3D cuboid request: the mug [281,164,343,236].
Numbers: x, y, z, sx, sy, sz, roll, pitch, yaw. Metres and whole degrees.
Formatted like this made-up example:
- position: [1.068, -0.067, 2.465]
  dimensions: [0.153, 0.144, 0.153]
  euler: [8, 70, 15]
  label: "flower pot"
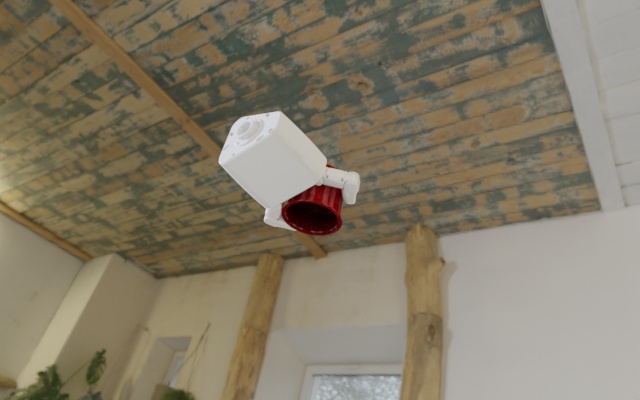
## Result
- position: [0.001, 0.003, 0.744]
  dimensions: [0.093, 0.081, 0.117]
  euler: [-14, -43, 32]
  label: "mug"
